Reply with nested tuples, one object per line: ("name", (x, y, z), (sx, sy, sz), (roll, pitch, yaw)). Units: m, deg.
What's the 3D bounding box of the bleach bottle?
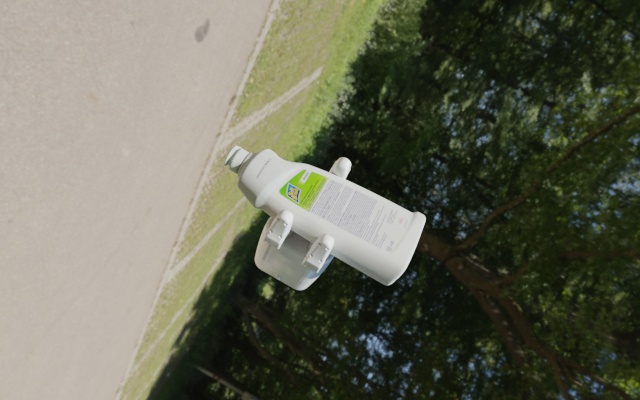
("bleach bottle", (0.000, 0.002, 0.596), (0.251, 0.102, 0.068), (30, -37, 0))
